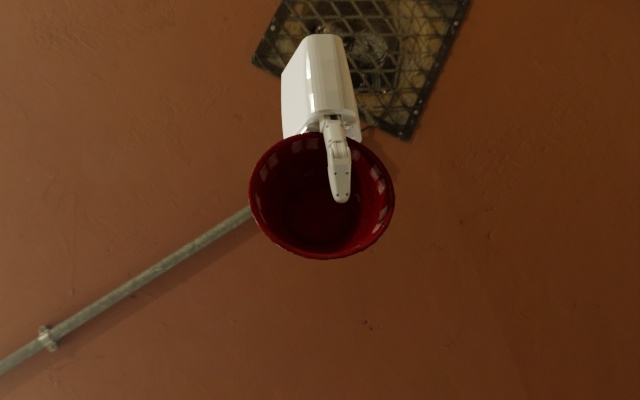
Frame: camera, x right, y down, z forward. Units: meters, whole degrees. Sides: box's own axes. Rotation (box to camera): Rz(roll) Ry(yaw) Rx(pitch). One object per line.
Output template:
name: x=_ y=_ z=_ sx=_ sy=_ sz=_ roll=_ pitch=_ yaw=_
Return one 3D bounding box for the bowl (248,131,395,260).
bowl: x=0.000 y=0.003 z=0.544 sx=0.162 sy=0.162 sz=0.055 roll=0 pitch=-29 yaw=-6
